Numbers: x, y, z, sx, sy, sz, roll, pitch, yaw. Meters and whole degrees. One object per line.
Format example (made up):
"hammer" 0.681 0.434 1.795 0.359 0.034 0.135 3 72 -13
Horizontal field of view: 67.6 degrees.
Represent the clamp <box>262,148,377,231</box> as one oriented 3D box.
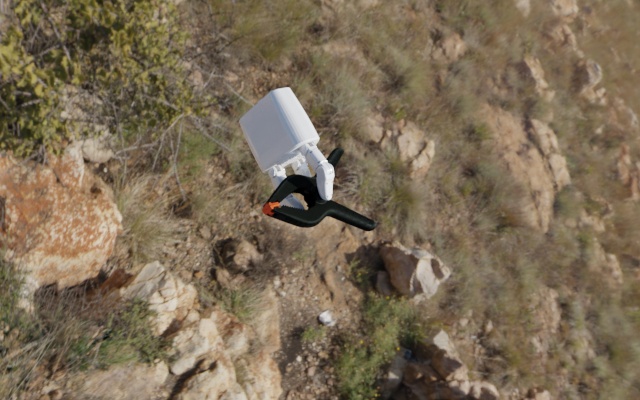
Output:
"clamp" 0.000 0.002 0.811 0.210 0.164 0.036 -22 -11 -40
